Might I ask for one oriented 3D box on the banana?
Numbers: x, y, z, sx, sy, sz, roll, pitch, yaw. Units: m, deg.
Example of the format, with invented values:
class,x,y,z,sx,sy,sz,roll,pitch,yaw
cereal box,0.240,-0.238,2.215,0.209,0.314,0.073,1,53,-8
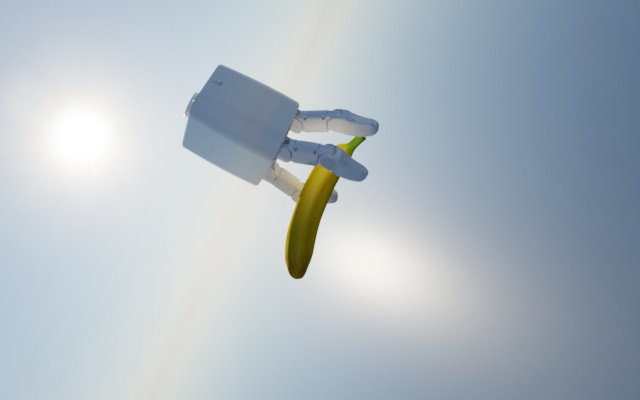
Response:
class,x,y,z,sx,sy,sz,roll,pitch,yaw
banana,-0.006,0.004,0.567,0.037,0.197,0.070,29,-23,-13
